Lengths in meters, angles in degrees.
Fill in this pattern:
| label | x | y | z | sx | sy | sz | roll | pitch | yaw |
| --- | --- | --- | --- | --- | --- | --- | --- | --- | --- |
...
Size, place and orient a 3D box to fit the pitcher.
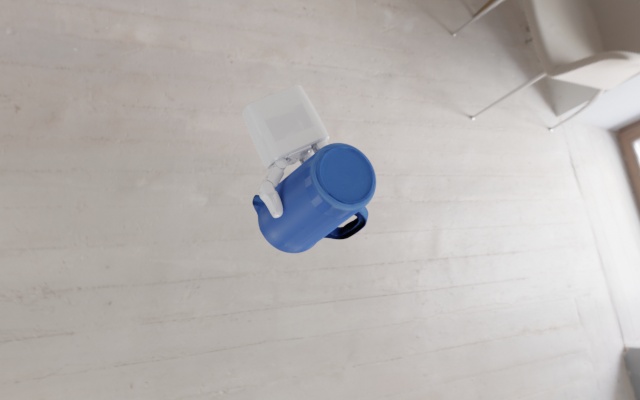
| label | x | y | z | sx | sy | sz | roll | pitch | yaw |
| --- | --- | --- | --- | --- | --- | --- | --- | --- | --- |
| pitcher | 0.000 | 0.002 | 0.799 | 0.149 | 0.145 | 0.243 | -22 | -7 | -29 |
